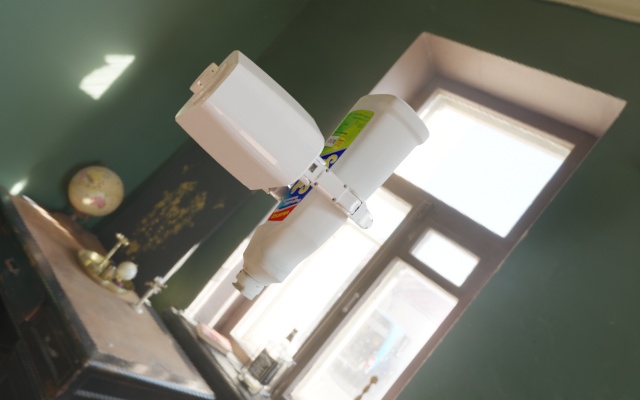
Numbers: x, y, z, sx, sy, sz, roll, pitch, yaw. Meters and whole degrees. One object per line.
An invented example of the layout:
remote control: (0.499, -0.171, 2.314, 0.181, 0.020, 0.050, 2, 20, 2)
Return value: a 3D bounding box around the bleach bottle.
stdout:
bleach bottle: (0.000, 0.002, 0.506, 0.068, 0.251, 0.102, 42, -5, -22)
